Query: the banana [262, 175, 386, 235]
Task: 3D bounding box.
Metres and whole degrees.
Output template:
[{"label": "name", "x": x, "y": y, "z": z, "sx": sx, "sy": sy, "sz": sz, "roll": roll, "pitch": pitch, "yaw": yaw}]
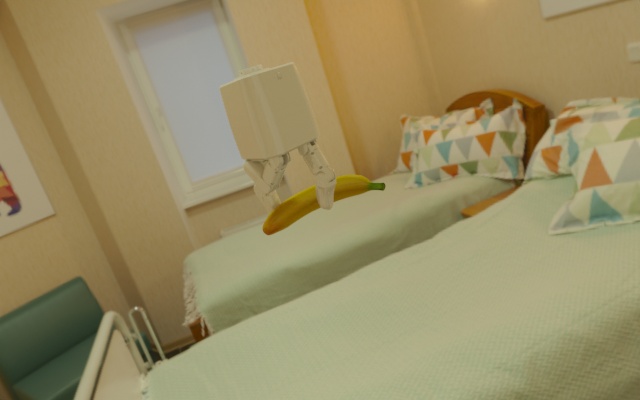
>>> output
[{"label": "banana", "x": -0.004, "y": -0.001, "z": 0.711, "sx": 0.198, "sy": 0.037, "sz": 0.069, "roll": -23, "pitch": 15, "yaw": -18}]
